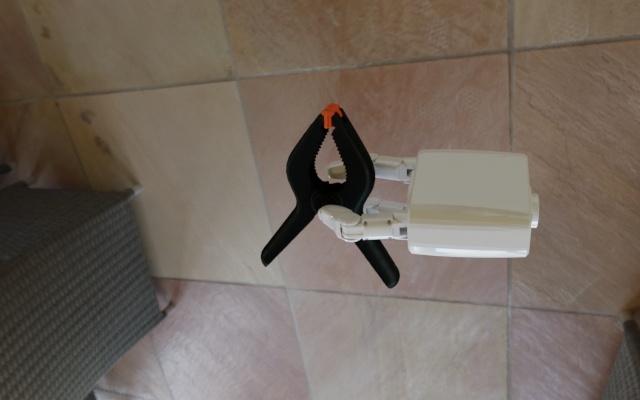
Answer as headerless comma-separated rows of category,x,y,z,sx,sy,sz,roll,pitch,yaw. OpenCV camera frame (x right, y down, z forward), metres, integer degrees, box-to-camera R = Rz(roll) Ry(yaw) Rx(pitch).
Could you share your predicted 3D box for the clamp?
clamp,0.000,0.002,0.517,0.164,0.210,0.036,1,27,16
